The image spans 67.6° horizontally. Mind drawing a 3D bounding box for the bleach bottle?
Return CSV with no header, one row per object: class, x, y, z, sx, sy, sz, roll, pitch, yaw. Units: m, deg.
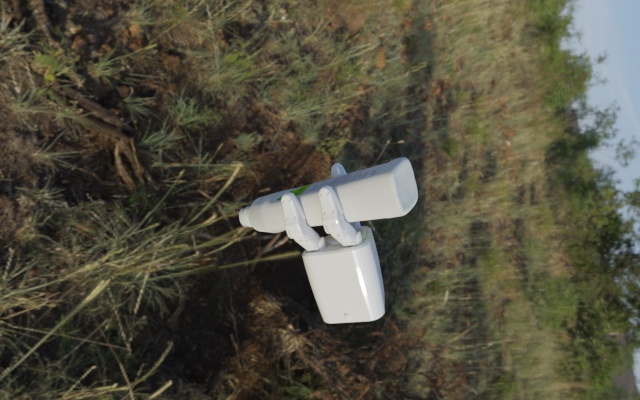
bleach bottle,0.000,0.002,0.666,0.251,0.068,0.102,-11,11,27
